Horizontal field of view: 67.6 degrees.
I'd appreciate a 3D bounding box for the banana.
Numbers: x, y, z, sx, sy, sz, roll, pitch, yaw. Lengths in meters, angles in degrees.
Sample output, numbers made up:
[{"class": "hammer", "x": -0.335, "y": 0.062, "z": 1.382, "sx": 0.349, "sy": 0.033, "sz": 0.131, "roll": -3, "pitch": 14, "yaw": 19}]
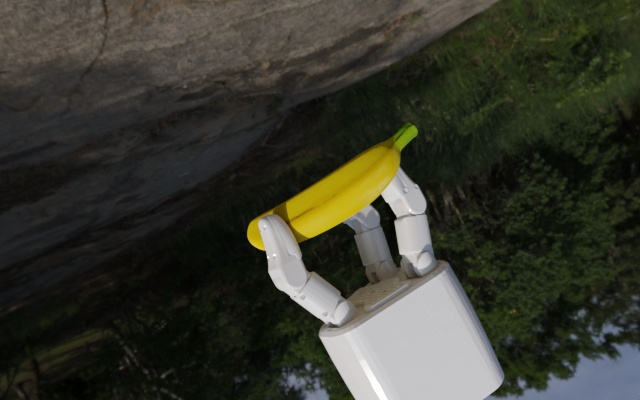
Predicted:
[{"class": "banana", "x": -0.006, "y": 0.007, "z": 0.390, "sx": 0.198, "sy": 0.037, "sz": 0.069, "roll": -30, "pitch": 5, "yaw": 35}]
